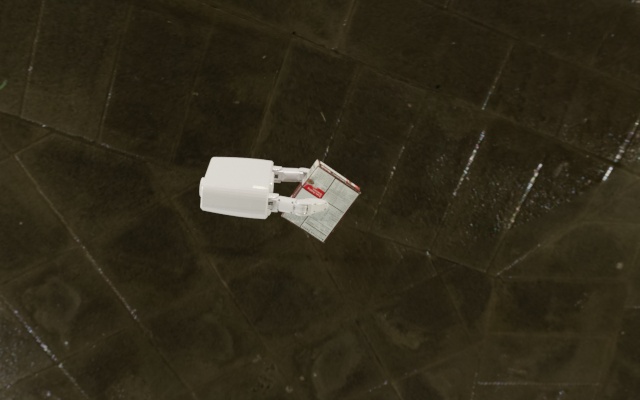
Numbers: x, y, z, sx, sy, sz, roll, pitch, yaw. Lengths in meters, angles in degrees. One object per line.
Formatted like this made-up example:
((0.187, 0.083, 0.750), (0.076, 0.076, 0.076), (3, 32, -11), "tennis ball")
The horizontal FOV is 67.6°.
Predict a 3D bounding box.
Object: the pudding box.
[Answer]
((0.000, 0.003, 0.809), (0.090, 0.113, 0.039), (33, 15, -12), "pudding box")
